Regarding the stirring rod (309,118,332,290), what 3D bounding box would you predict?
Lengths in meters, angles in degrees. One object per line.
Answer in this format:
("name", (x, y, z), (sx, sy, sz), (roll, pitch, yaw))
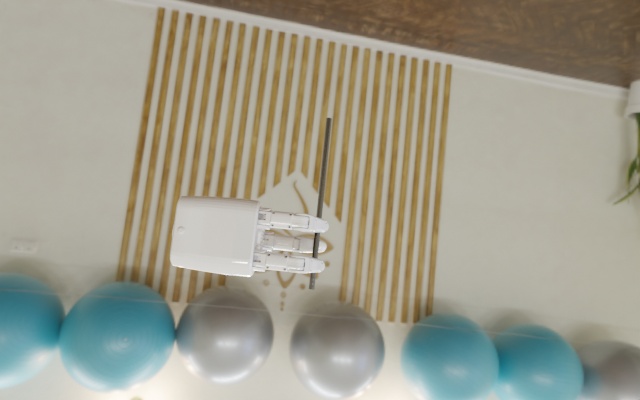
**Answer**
("stirring rod", (0.000, 0.002, 0.664), (0.011, 0.239, 0.011), (6, -7, 1))
